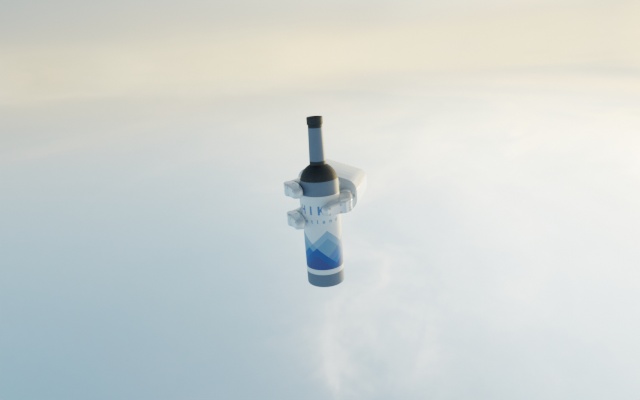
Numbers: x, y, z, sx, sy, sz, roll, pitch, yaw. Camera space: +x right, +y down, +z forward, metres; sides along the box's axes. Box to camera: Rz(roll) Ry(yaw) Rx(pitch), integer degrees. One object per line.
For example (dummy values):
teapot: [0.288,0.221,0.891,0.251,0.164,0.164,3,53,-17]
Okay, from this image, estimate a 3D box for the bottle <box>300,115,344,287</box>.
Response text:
bottle: [0.000,0.003,0.826,0.069,0.296,0.069,-4,17,1]
